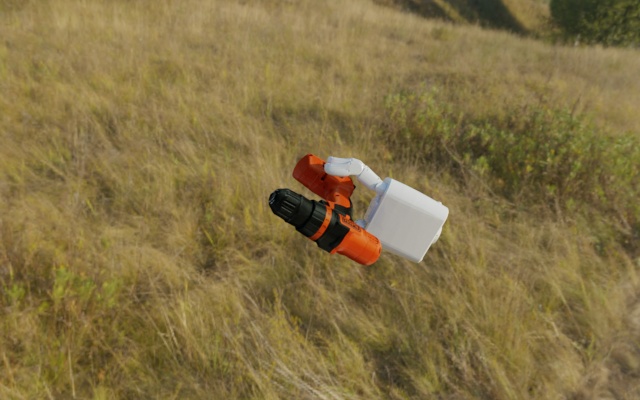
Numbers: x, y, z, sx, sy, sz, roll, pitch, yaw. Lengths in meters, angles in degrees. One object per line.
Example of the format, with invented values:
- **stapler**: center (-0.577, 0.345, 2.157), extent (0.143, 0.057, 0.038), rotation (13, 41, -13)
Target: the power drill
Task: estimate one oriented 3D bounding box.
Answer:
- **power drill**: center (0.000, 0.002, 0.726), extent (0.184, 0.057, 0.187), rotation (32, 24, -23)
